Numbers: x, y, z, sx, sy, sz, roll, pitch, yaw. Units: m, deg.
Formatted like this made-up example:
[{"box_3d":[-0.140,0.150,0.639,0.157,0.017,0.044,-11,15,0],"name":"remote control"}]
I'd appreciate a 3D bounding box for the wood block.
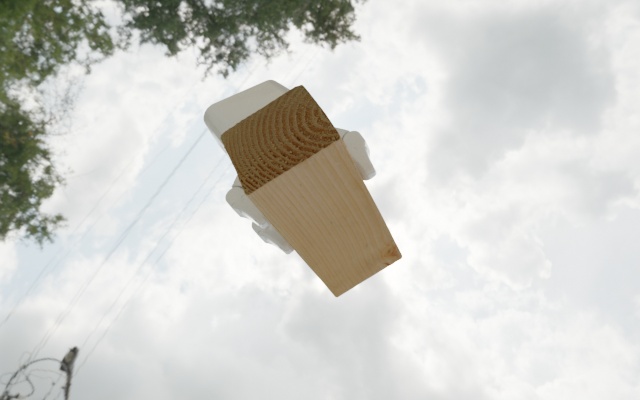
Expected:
[{"box_3d":[0.000,0.001,0.479,0.091,0.090,0.206,-32,-41,2],"name":"wood block"}]
